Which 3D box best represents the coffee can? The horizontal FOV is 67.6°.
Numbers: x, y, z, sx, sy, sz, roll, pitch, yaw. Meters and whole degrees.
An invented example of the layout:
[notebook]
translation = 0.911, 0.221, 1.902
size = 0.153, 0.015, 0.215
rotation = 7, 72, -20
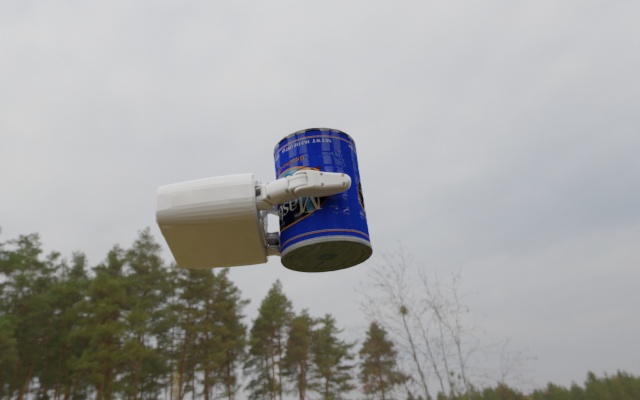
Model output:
[coffee can]
translation = 0.000, 0.002, 0.558
size = 0.103, 0.140, 0.103
rotation = -5, -26, -3
